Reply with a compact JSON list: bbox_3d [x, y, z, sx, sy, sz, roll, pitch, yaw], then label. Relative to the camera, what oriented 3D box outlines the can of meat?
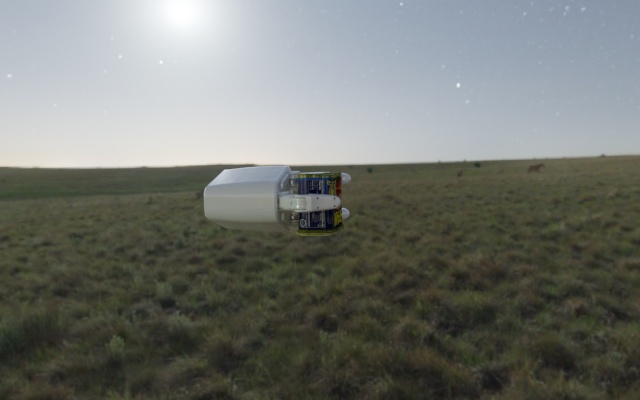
[{"bbox_3d":[0.000,0.002,0.685,0.057,0.084,0.102,-1,4,11],"label":"can of meat"}]
